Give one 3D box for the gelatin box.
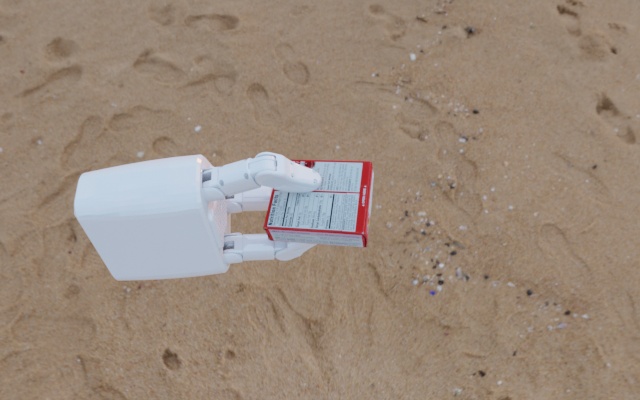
[{"bbox_3d":[0.000,0.001,0.424,0.089,0.073,0.030,2,-30,12],"label":"gelatin box"}]
